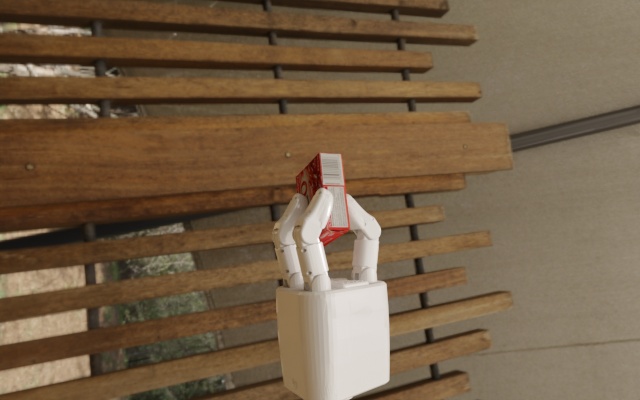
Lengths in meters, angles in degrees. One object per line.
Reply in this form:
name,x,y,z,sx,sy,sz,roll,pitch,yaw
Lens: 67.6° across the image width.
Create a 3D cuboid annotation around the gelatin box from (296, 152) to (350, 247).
gelatin box,0.000,0.001,0.526,0.030,0.089,0.073,2,-19,-23
